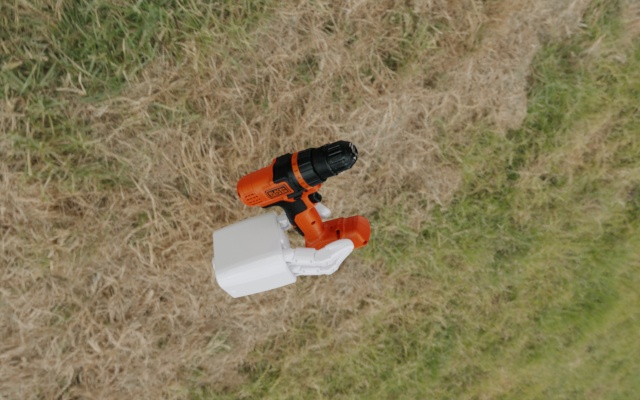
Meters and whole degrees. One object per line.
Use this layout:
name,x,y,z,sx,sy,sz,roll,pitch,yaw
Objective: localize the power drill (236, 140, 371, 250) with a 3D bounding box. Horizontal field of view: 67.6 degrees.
power drill,0.000,0.003,0.692,0.184,0.057,0.188,-17,-47,25
